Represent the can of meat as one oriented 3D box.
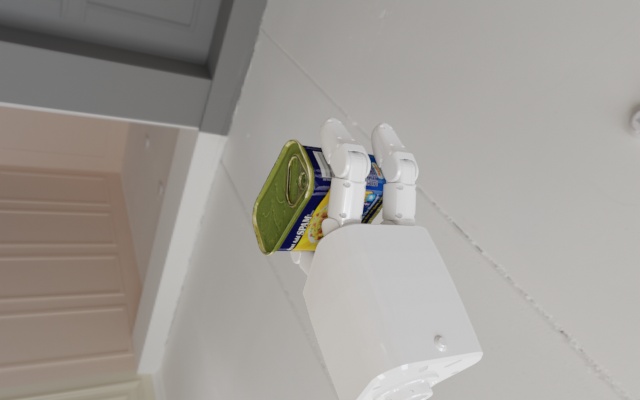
[{"bbox_3d":[0.000,0.001,0.411,0.084,0.057,0.102,4,-44,-32],"label":"can of meat"}]
